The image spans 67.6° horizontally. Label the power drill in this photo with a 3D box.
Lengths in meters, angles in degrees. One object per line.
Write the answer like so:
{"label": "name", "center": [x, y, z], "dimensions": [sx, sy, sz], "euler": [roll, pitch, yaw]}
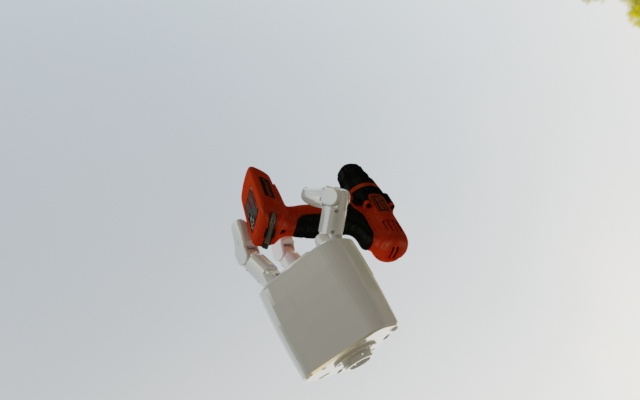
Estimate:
{"label": "power drill", "center": [0.000, 0.002, 0.599], "dimensions": [0.187, 0.057, 0.184], "euler": [3, 33, -21]}
